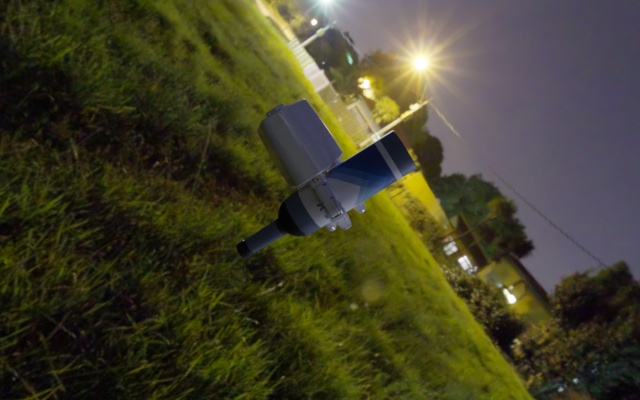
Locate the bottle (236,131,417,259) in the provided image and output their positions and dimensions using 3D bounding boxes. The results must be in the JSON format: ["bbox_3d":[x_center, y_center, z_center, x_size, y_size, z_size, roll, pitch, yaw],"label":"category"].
[{"bbox_3d":[0.000,0.002,0.720,0.296,0.069,0.069,-32,-5,8],"label":"bottle"}]
